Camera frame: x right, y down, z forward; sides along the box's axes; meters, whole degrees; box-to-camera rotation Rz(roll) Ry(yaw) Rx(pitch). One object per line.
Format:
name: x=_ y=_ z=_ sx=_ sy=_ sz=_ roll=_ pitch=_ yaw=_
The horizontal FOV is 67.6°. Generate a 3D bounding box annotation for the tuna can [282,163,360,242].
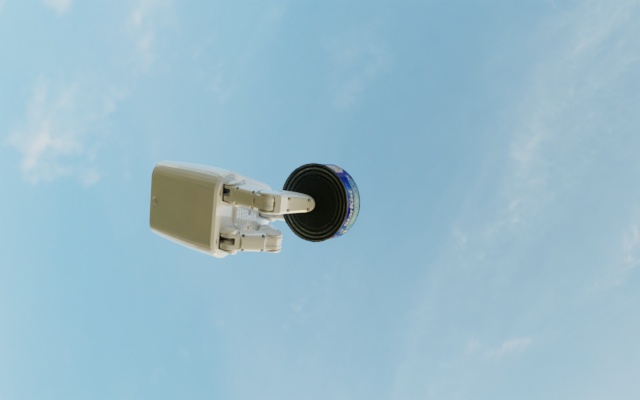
tuna can: x=0.000 y=0.002 z=0.528 sx=0.086 sy=0.086 sz=0.034 roll=0 pitch=3 yaw=32
